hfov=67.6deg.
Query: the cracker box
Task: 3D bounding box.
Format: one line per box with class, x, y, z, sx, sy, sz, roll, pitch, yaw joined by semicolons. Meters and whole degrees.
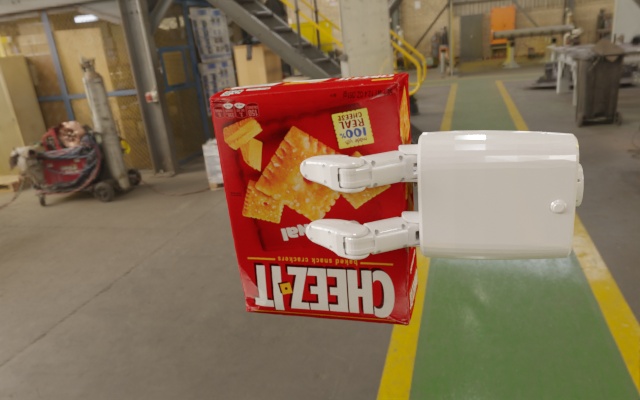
cracker box;0.000;0.001;0.433;0.164;0.214;0.072;0;20;18
